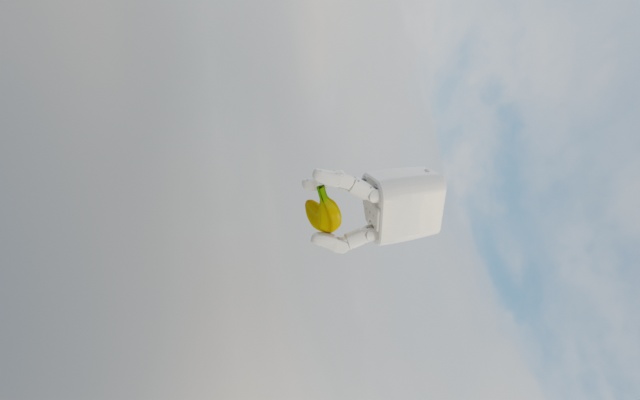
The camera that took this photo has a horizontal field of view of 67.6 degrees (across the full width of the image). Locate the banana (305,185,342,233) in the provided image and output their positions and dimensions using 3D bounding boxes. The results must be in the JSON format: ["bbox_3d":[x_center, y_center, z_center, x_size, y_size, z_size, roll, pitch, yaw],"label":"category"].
[{"bbox_3d":[0.005,0.020,0.770,0.037,0.069,0.198,-12,-5,-10],"label":"banana"}]
